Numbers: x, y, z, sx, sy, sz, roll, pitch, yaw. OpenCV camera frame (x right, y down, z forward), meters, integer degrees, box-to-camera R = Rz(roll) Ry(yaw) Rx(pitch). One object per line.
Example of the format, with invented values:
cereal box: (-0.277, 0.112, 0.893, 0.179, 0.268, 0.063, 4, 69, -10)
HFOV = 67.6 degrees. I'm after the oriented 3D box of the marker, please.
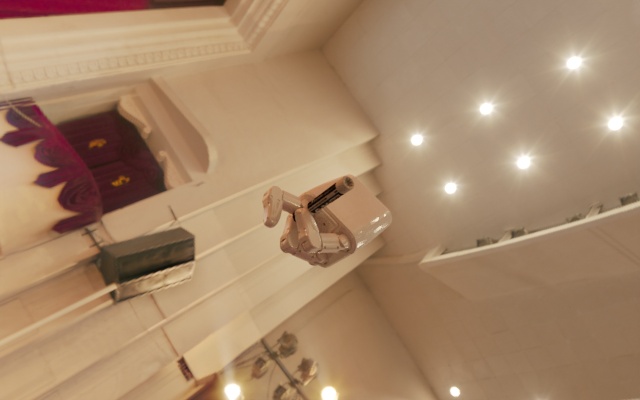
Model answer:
marker: (0.000, 0.002, 0.634, 0.020, 0.020, 0.121, 0, -24, -39)
